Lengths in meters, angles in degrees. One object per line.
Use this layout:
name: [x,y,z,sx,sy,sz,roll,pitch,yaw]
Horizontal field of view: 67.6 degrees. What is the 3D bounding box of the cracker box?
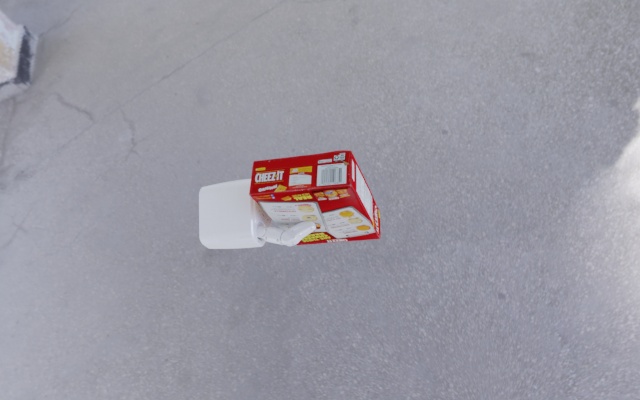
cracker box: [0.000,0.003,0.805,0.164,0.072,0.214,-5,-27,17]
